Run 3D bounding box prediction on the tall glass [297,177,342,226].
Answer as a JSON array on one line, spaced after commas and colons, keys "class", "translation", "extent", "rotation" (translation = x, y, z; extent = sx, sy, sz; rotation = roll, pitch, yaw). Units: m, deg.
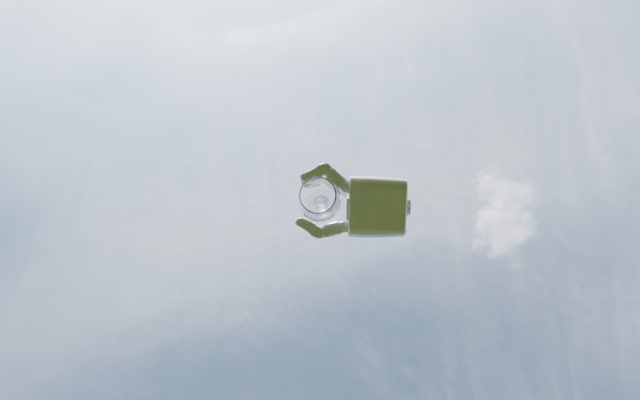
[{"class": "tall glass", "translation": [0.000, 0.003, 0.881], "extent": [0.079, 0.079, 0.201], "rotation": [0, -7, 3]}]
